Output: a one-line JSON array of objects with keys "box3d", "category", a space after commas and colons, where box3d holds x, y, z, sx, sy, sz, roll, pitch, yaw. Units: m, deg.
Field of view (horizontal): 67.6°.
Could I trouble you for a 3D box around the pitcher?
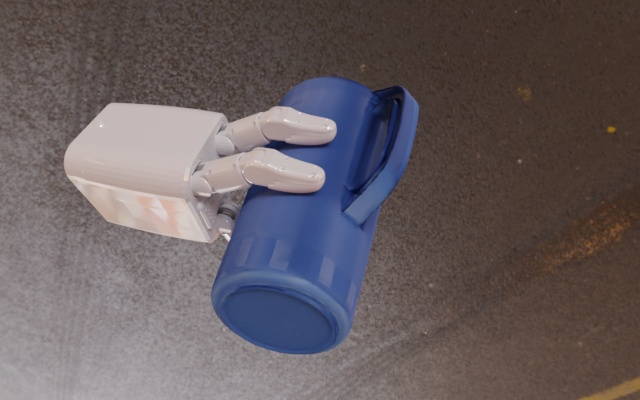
[{"box3d": [0.000, 0.001, 0.424, 0.145, 0.149, 0.242, 9, 46, 7], "category": "pitcher"}]
